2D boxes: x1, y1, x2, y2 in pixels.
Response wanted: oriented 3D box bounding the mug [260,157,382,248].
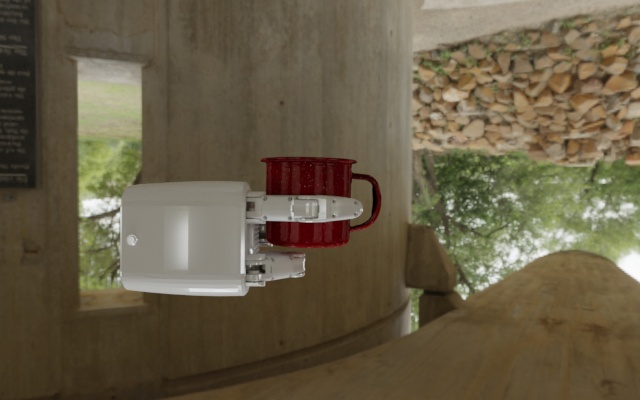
[{"bbox_3d":[0.002,0.002,0.462,0.117,0.081,0.093,1,2,1],"label":"mug"}]
